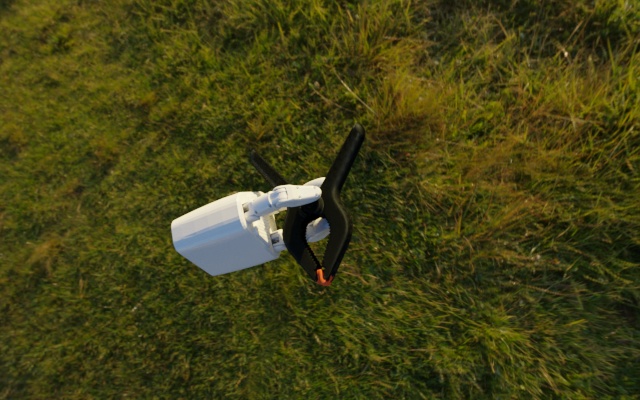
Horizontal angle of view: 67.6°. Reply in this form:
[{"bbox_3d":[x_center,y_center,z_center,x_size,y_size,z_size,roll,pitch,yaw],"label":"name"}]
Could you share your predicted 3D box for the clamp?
[{"bbox_3d":[0.000,0.002,0.619,0.164,0.210,0.036,-20,-19,14],"label":"clamp"}]
